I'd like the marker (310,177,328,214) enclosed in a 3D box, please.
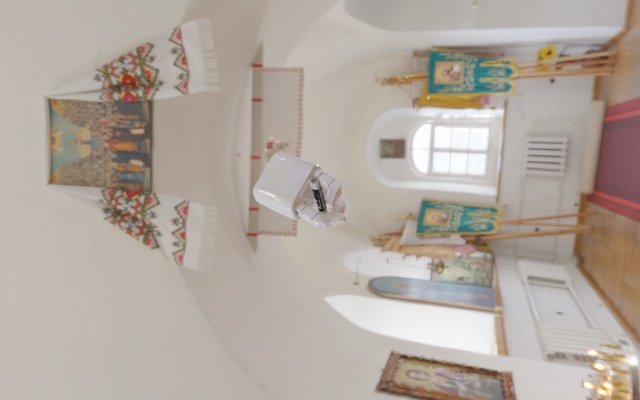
[{"bbox_3d":[0.000,0.003,0.890,0.020,0.020,0.121,0,-40,13],"label":"marker"}]
